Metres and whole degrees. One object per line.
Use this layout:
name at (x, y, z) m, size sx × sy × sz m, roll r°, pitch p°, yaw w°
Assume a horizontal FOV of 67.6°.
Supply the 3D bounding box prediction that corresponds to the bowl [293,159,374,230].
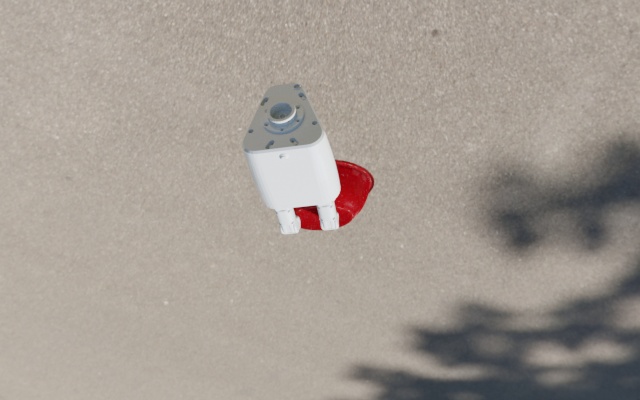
bowl at (0.001, 0.003, 0.697) m, size 0.162 × 0.055 × 0.162 m, roll -3°, pitch -25°, yaw -1°
